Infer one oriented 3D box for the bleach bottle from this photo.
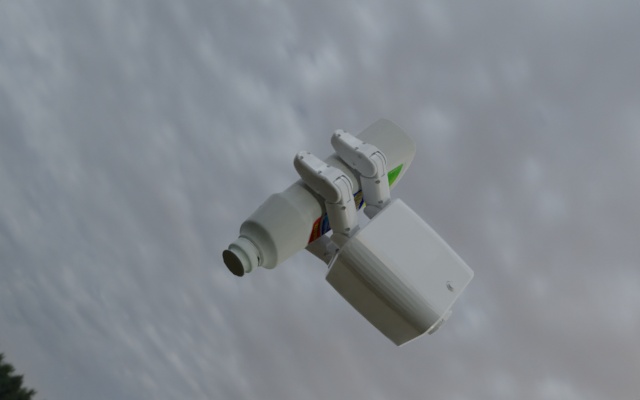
[{"bbox_3d":[0.000,0.002,0.496,0.250,0.068,0.103,-36,-15,-39],"label":"bleach bottle"}]
